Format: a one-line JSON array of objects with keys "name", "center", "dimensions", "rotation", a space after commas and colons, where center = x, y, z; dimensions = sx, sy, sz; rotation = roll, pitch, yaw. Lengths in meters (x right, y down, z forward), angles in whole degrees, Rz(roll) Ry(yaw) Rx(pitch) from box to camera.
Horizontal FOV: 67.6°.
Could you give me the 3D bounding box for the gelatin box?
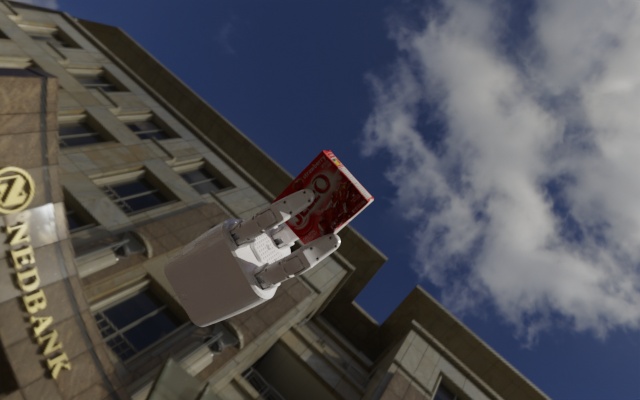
[{"name": "gelatin box", "center": [0.000, 0.001, 0.516], "dimensions": [0.089, 0.073, 0.030], "rotation": [-44, -7, 19]}]
